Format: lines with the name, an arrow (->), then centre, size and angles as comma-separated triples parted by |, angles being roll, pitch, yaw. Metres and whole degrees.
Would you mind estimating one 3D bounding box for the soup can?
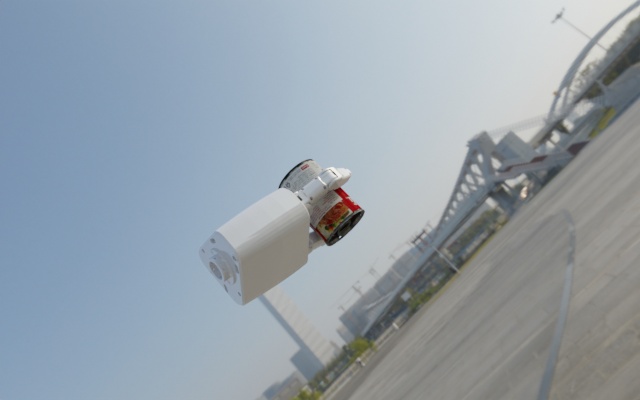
soup can -> 0.000, 0.002, 0.641 | 0.102, 0.068, 0.068 | 46, 16, 16
